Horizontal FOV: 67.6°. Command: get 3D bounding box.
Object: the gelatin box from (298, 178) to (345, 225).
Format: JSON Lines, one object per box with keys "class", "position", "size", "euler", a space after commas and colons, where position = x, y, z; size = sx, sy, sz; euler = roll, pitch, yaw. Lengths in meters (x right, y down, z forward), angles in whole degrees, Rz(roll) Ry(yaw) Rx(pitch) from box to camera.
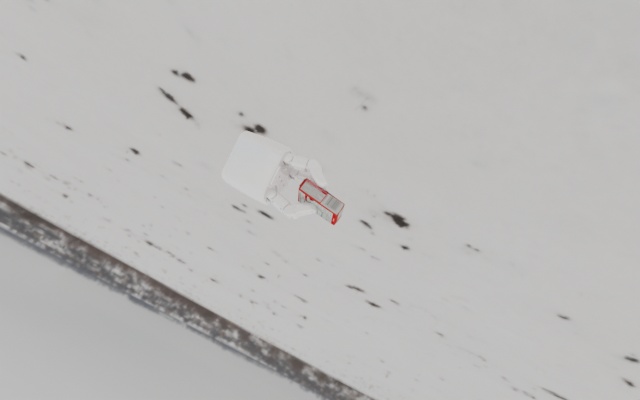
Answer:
{"class": "gelatin box", "position": [0.000, 0.003, 0.896], "size": [0.089, 0.030, 0.073], "euler": [35, -16, 9]}
